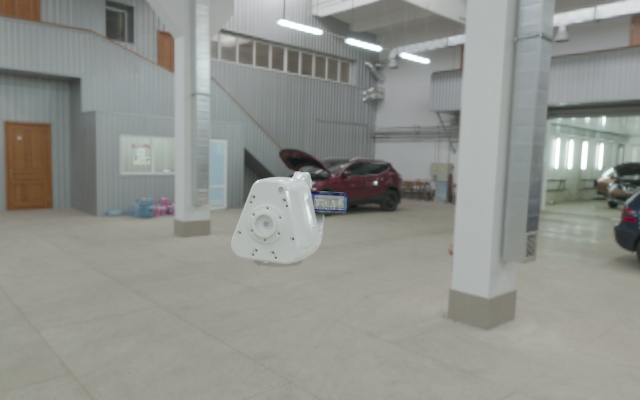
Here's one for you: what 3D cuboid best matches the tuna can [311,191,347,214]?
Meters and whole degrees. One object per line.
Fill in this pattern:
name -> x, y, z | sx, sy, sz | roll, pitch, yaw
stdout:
tuna can -> 0.000, 0.002, 0.774 | 0.086, 0.034, 0.086 | 3, 0, 0
